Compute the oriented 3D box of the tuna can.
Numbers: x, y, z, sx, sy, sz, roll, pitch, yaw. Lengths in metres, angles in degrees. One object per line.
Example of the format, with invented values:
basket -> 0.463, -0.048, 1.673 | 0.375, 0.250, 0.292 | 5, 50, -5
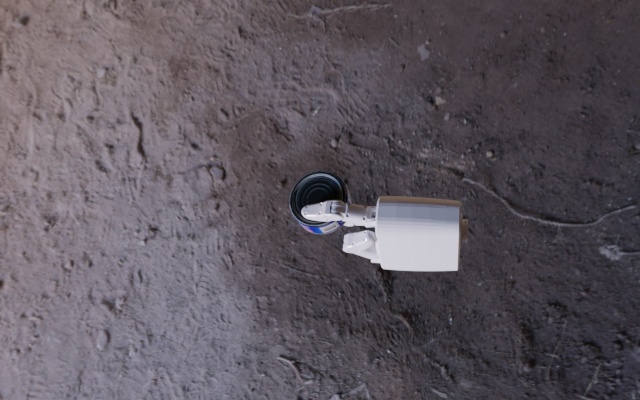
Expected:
tuna can -> 0.000, 0.002, 0.672 | 0.086, 0.086, 0.034 | 0, -21, 18
